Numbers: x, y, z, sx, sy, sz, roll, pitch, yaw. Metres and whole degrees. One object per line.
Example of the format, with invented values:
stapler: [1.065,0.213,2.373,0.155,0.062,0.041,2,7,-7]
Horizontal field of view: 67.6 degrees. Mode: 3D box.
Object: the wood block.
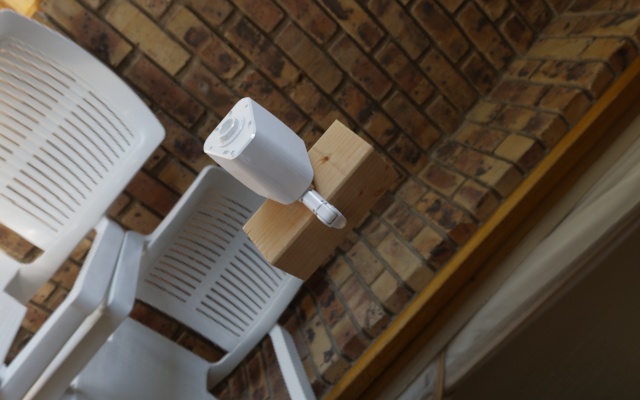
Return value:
wood block: [0.000,0.002,0.685,0.090,0.206,0.090,45,5,41]
